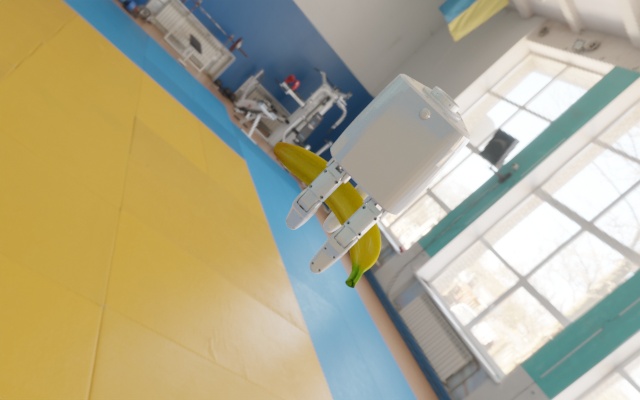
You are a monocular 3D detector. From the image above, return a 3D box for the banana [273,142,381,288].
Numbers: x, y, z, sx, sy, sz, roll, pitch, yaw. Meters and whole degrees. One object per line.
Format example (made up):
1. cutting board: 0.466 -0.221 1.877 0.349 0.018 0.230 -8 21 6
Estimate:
1. banana: 0.016 0.002 0.548 0.069 0.197 0.037 -9 -33 -39
